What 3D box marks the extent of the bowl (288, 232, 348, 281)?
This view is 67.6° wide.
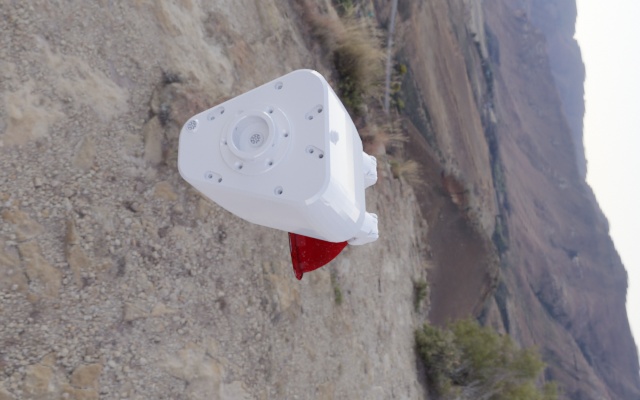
[{"bbox_3d":[0.001,0.002,0.503,0.055,0.162,0.162,-3,0,3],"label":"bowl"}]
